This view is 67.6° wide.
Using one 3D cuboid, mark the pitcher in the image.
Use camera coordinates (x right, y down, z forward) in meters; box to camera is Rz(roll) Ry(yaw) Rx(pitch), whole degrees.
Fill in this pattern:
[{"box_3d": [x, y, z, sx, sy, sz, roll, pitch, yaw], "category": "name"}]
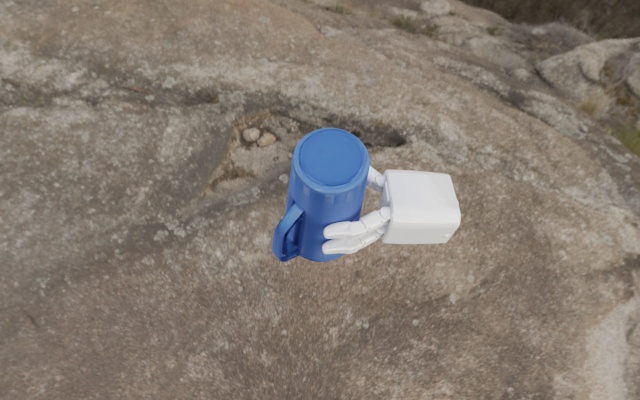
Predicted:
[{"box_3d": [0.000, 0.002, 0.753, 0.145, 0.149, 0.243, 4, -27, -2], "category": "pitcher"}]
